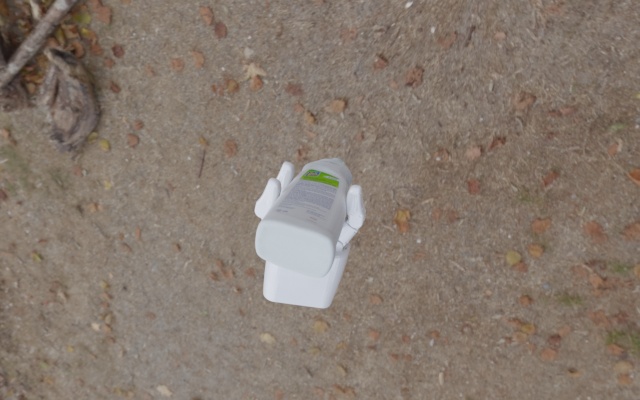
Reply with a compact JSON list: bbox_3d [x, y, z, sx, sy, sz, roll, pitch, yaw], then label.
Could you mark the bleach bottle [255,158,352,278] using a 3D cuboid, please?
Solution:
[{"bbox_3d":[0.000,0.002,0.669,0.102,0.068,0.250,17,31,9],"label":"bleach bottle"}]
